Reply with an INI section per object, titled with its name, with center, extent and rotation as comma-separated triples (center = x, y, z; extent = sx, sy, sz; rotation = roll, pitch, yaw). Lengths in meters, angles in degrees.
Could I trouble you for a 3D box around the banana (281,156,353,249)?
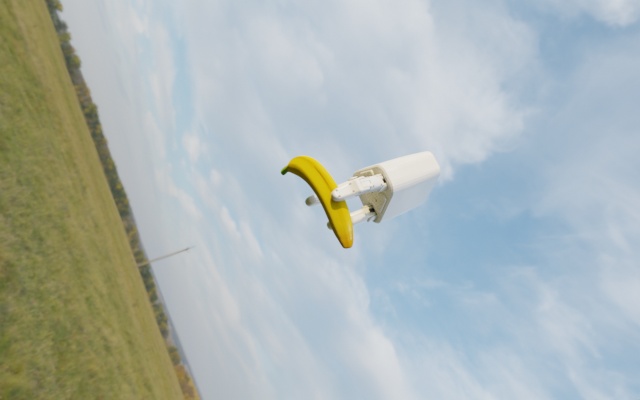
[banana]
center = 0.001, -0.013, 0.752
extent = 0.037, 0.070, 0.197
rotation = -18, 51, -29
